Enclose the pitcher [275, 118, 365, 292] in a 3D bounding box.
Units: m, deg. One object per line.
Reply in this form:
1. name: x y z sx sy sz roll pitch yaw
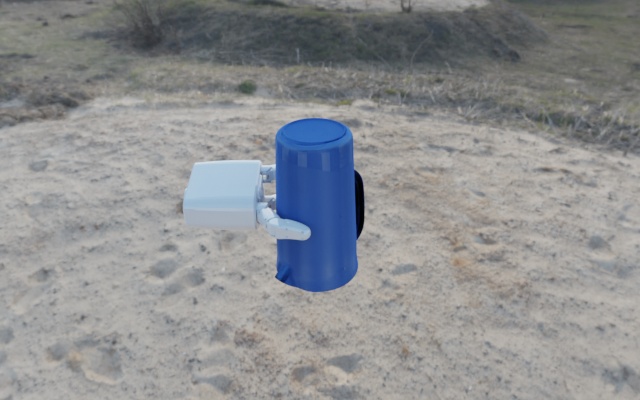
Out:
1. pitcher: 0.000 0.002 0.724 0.145 0.243 0.149 0 31 2
